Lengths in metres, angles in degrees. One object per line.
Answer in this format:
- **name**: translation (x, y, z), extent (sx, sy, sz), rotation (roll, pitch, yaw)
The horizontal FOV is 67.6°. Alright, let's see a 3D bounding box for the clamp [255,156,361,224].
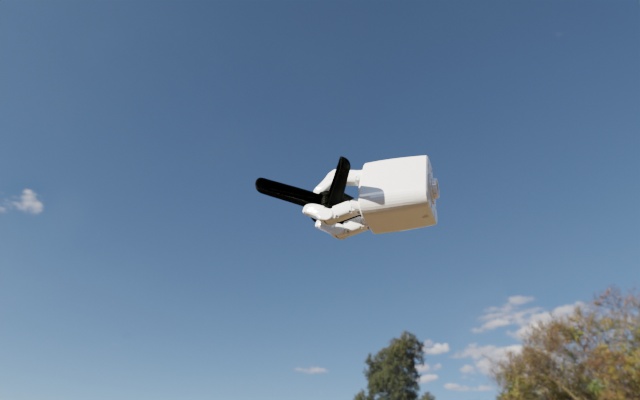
- **clamp**: translation (0.001, 0.002, 0.805), extent (0.164, 0.036, 0.210), rotation (-7, -32, 21)
